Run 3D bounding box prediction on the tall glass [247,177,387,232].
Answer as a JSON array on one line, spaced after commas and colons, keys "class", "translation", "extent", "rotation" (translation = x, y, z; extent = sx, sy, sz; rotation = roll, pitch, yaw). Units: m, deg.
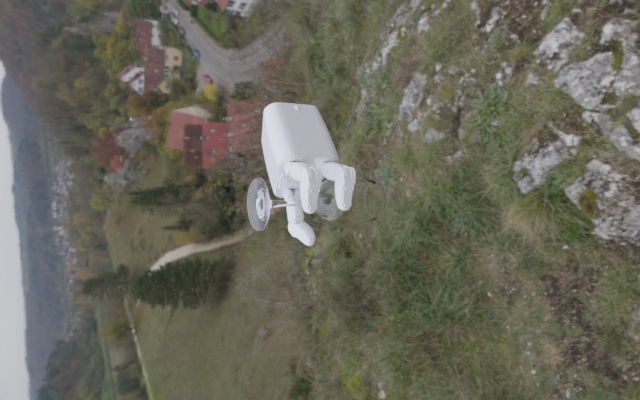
[{"class": "tall glass", "translation": [0.000, 0.002, 0.698], "extent": [0.201, 0.079, 0.079], "rotation": [-2, 1, -30]}]
